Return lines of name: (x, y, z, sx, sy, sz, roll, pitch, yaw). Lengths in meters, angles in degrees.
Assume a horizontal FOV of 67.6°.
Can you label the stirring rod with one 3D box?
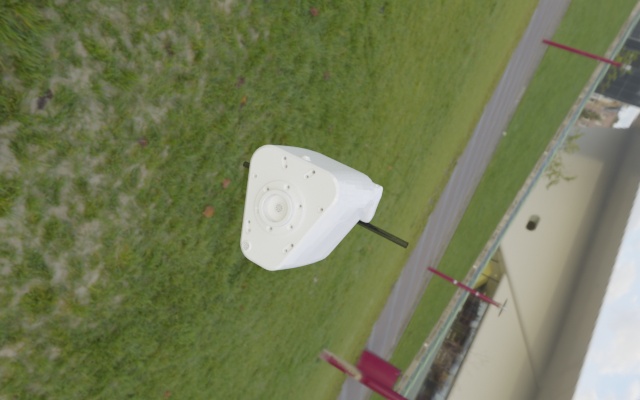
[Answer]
stirring rod: (0.000, 0.002, 0.598, 0.239, 0.011, 0.011, 27, 9, 19)
